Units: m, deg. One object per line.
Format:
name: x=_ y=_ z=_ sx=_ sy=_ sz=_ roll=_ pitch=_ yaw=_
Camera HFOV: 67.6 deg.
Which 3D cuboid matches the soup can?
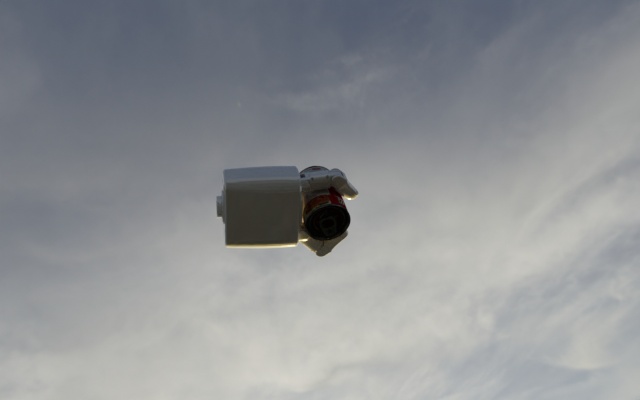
soup can: x=0.001 y=0.002 z=0.723 sx=0.068 sy=0.068 sz=0.102 roll=0 pitch=38 yaw=-15
